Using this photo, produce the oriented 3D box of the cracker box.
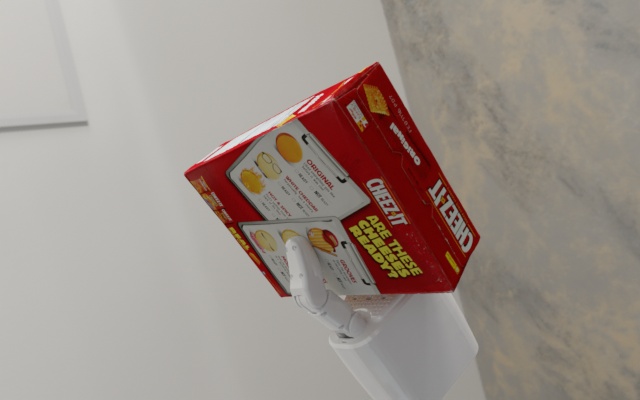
[{"bbox_3d":[0.000,0.001,0.412,0.214,0.164,0.072,-15,25,48],"label":"cracker box"}]
